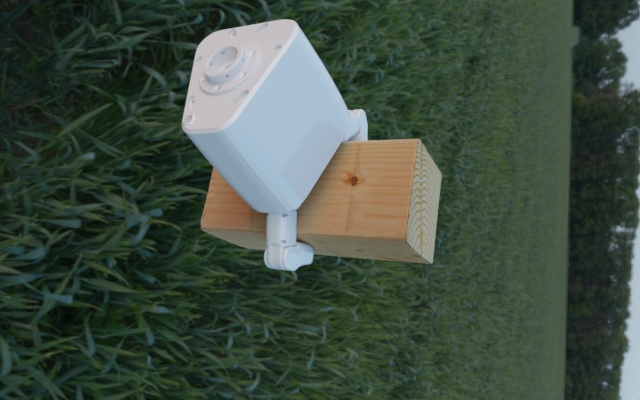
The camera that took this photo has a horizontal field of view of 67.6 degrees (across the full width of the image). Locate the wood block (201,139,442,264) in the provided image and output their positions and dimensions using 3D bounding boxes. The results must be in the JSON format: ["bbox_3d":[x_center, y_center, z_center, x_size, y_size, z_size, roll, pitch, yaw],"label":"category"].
[{"bbox_3d":[0.000,0.002,0.460,0.206,0.090,0.090,2,-17,27],"label":"wood block"}]
